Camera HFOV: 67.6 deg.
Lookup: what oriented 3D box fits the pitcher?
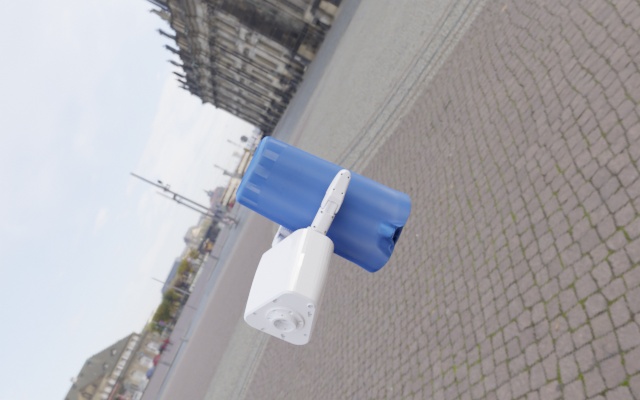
[{"bbox_3d":[0.000,0.002,0.728,0.243,0.145,0.149,26,-46,-10],"label":"pitcher"}]
